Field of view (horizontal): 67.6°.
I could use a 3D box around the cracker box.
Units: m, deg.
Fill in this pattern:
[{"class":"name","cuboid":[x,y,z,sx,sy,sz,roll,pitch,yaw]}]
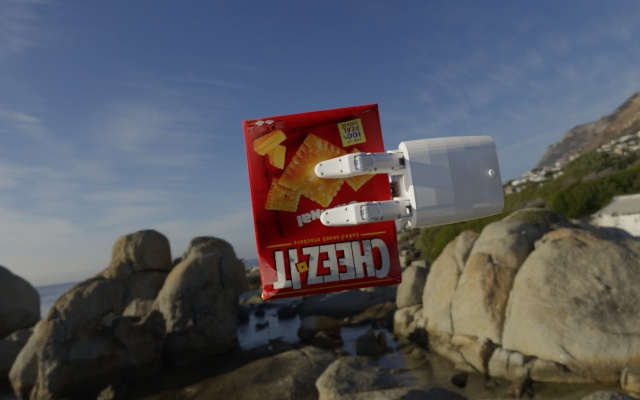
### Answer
[{"class":"cracker box","cuboid":[0.000,0.002,0.574,0.164,0.213,0.072,-7,-6,-3]}]
